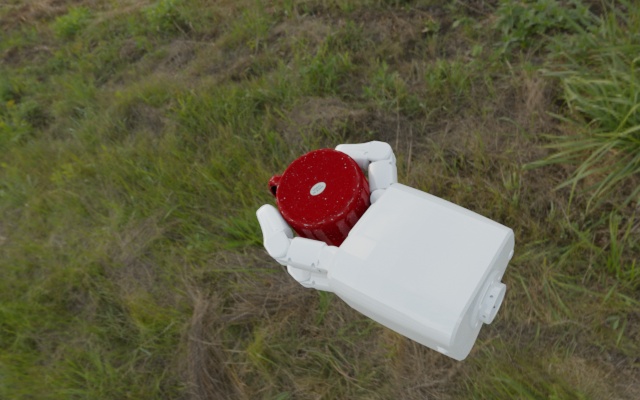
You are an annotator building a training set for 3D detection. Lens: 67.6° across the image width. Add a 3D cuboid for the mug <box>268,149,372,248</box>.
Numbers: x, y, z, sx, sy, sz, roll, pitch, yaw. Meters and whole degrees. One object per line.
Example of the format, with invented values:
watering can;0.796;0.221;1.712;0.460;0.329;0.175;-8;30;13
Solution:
mug;-0.001;0.001;0.455;0.117;0.093;0.081;21;-18;30
